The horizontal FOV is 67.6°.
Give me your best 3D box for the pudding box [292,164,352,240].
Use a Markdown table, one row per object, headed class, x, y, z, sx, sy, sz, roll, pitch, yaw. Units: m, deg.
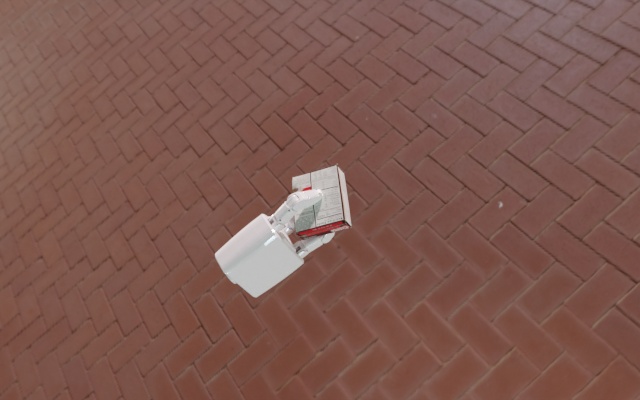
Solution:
| class | x | y | z | sx | sy | sz | roll | pitch | yaw |
| --- | --- | --- | --- | --- | --- | --- | --- | --- | --- |
| pudding box | 0.000 | 0.003 | 0.807 | 0.090 | 0.113 | 0.039 | -15 | -28 | 16 |
